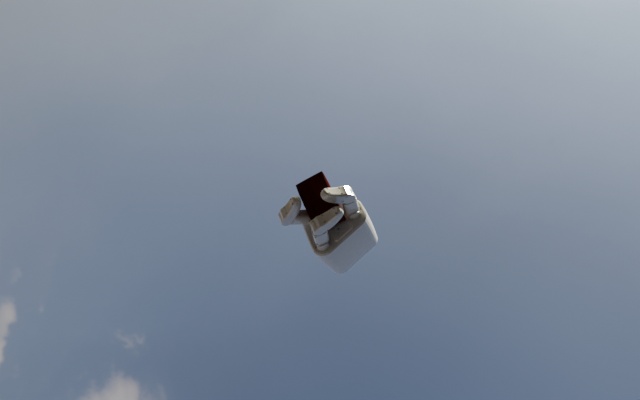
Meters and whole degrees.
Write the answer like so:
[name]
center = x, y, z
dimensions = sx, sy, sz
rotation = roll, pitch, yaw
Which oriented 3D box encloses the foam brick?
[foam brick]
center = 0.000, 0.002, 0.802
dimensions = 0.053, 0.078, 0.051
rotation = -26, -34, 4
